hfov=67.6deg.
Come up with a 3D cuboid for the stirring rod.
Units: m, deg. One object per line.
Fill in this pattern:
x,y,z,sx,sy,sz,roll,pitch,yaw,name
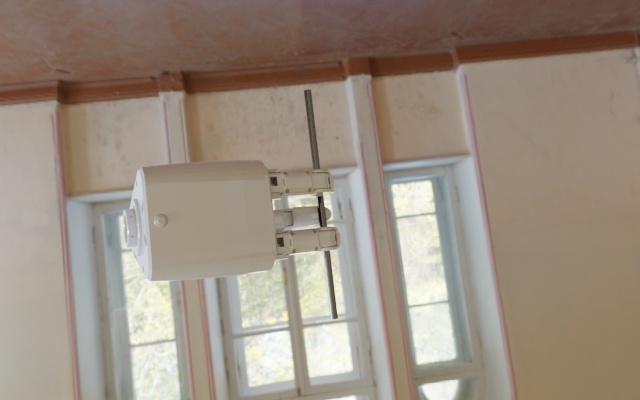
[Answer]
0.000,0.002,0.498,0.011,0.239,0.011,-7,-5,-1,stirring rod
